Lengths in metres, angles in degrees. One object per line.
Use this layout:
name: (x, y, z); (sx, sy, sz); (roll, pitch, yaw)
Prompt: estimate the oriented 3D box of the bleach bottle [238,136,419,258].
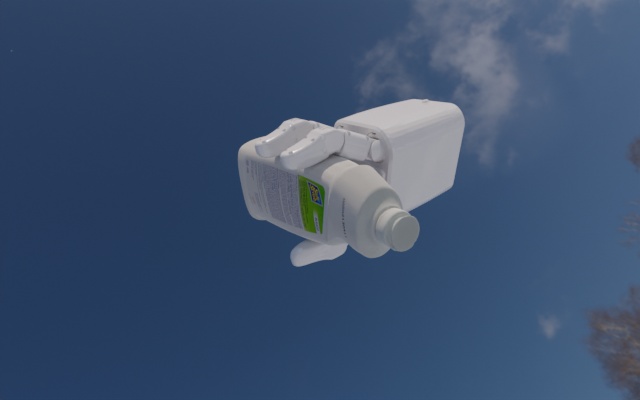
bleach bottle: (0.000, 0.001, 0.467); (0.068, 0.103, 0.250); (-22, 25, -26)
